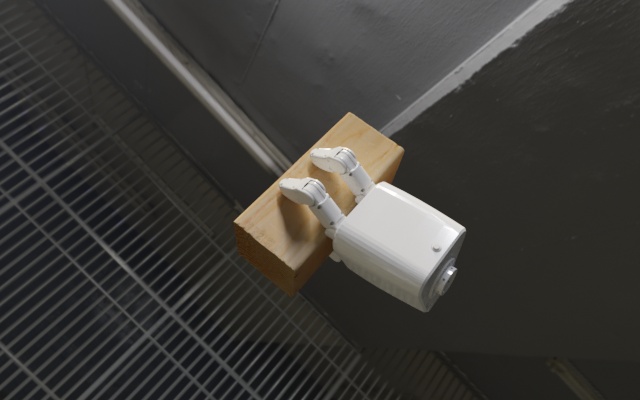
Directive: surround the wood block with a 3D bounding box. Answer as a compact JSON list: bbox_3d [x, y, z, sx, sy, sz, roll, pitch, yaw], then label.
[{"bbox_3d":[0.000,0.002,0.580,0.090,0.206,0.091,37,-27,15],"label":"wood block"}]
